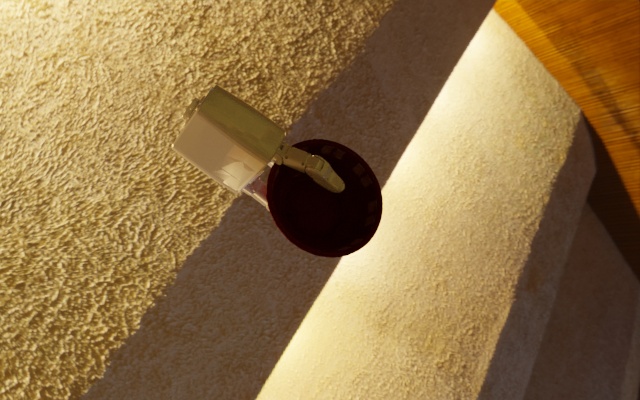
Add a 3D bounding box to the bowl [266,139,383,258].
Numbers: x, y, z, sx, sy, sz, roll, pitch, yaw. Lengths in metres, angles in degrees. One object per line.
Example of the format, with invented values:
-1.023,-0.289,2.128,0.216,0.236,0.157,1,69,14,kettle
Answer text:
0.001,0.003,0.639,0.162,0.162,0.055,0,-18,-21,bowl
